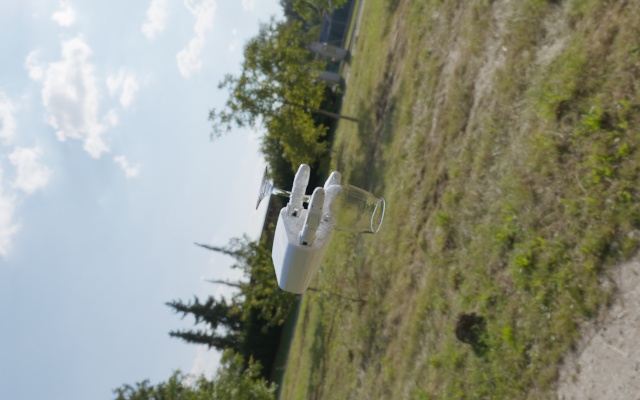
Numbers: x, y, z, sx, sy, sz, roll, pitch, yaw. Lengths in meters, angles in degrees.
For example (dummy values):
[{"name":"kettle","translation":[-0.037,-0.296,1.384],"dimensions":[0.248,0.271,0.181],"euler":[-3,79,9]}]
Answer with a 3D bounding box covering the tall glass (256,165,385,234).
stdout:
[{"name":"tall glass","translation":[-0.001,0.002,0.781],"dimensions":[0.201,0.079,0.079],"euler":[13,-1,-5]}]
